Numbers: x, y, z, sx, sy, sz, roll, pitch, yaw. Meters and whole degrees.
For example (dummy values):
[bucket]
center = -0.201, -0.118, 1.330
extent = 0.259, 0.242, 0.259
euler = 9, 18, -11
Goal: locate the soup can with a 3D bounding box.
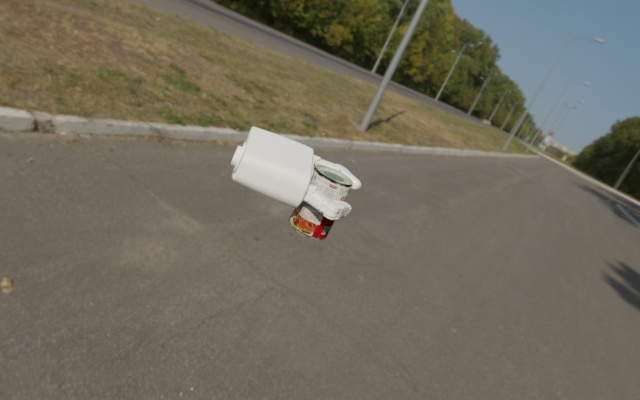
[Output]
[soup can]
center = 0.001, 0.002, 0.757
extent = 0.068, 0.102, 0.068
euler = 23, 18, -8
